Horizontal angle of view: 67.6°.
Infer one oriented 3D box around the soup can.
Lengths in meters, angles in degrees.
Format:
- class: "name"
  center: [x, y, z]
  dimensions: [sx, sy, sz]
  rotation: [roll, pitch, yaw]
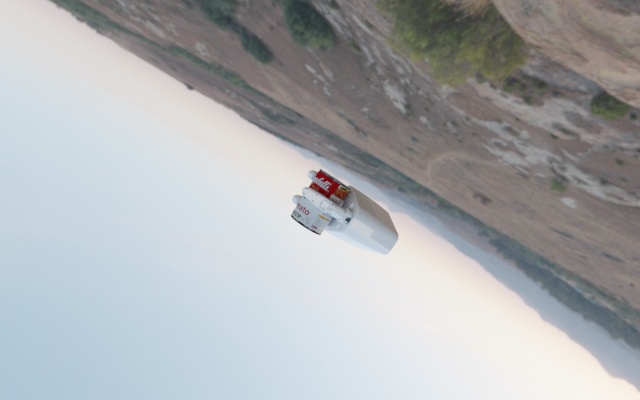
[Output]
- class: "soup can"
  center: [0.000, 0.003, 0.866]
  dimensions: [0.068, 0.102, 0.068]
  rotation: [33, 4, -3]
